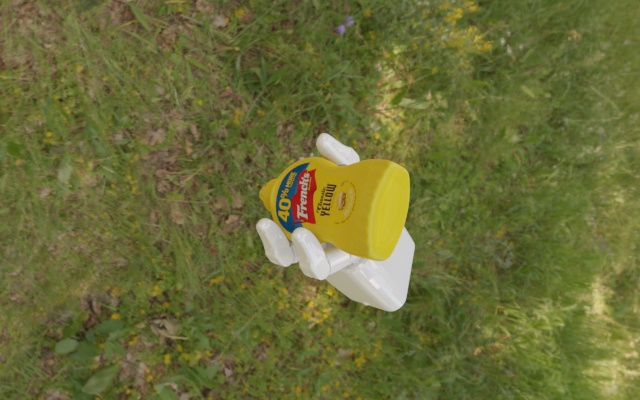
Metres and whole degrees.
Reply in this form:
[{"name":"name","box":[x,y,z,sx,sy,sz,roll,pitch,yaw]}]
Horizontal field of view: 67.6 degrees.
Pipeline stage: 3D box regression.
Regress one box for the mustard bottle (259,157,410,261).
[{"name":"mustard bottle","box":[0.000,0.002,0.514,0.191,0.096,0.058,8,-7,45]}]
